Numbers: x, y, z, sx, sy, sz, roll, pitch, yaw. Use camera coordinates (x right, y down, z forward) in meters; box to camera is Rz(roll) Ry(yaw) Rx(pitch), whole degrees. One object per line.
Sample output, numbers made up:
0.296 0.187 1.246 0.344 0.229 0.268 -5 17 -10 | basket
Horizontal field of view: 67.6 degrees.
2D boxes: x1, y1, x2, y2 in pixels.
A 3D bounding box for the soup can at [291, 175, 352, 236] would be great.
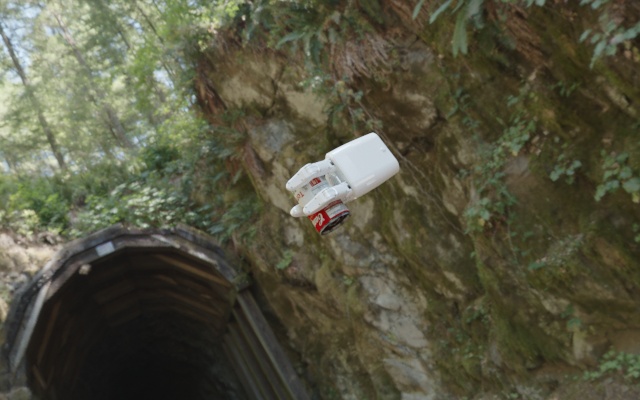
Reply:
0.000 0.003 0.867 0.068 0.102 0.068 -32 -16 -10 | soup can
